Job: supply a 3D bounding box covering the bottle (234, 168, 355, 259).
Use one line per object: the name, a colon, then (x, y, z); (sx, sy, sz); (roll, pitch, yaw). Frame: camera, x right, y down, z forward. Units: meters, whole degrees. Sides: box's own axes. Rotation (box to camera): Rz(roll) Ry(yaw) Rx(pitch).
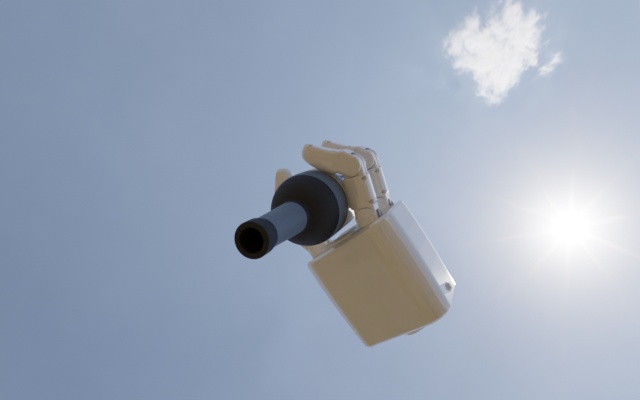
bottle: (0.000, 0.001, 0.466); (0.069, 0.069, 0.295); (0, 10, 19)
